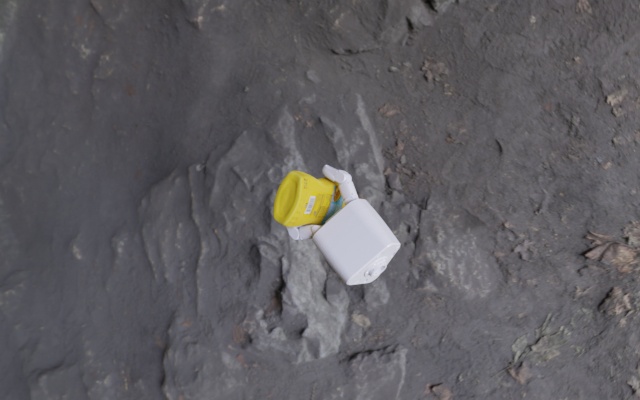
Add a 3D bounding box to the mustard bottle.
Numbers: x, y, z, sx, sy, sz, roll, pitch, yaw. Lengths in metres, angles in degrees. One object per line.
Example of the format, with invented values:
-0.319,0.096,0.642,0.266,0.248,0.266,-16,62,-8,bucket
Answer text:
0.000,0.003,0.886,0.058,0.096,0.191,26,12,36,mustard bottle
